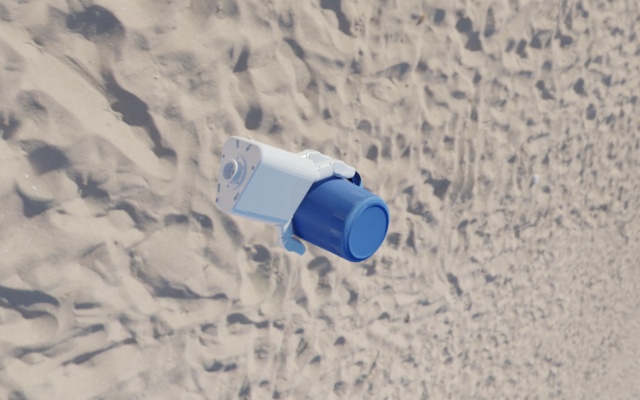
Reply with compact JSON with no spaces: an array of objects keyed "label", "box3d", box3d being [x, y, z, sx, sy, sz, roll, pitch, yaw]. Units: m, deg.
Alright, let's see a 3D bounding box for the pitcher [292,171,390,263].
[{"label":"pitcher","box3d":[0.000,0.003,0.796,0.242,0.149,0.145,25,6,43]}]
